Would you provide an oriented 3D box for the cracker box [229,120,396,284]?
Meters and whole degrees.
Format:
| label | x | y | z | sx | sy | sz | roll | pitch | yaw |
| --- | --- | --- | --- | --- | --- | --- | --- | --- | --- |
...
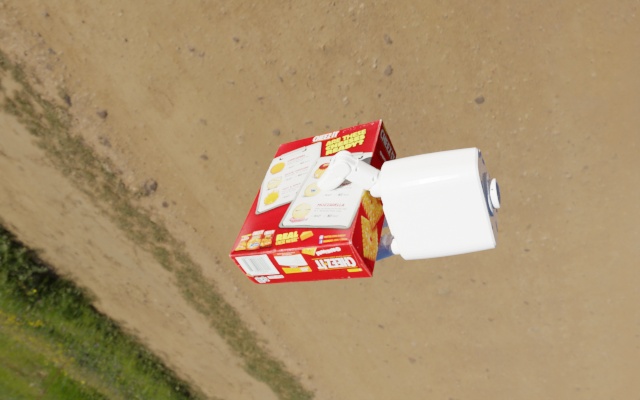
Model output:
| label | x | y | z | sx | sy | sz | roll | pitch | yaw |
| --- | --- | --- | --- | --- | --- | --- | --- | --- | --- |
| cracker box | 0.000 | 0.002 | 0.614 | 0.164 | 0.213 | 0.072 | -9 | -49 | 28 |
